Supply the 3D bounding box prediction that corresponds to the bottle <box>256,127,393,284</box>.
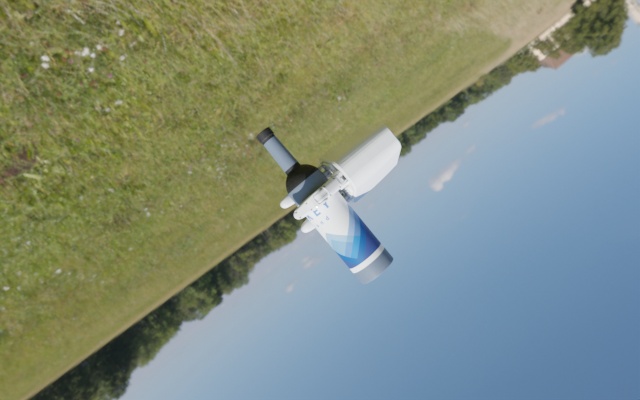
[{"bbox_3d":[0.000,0.003,0.778,0.069,0.296,0.069,-40,2,2],"label":"bottle"}]
